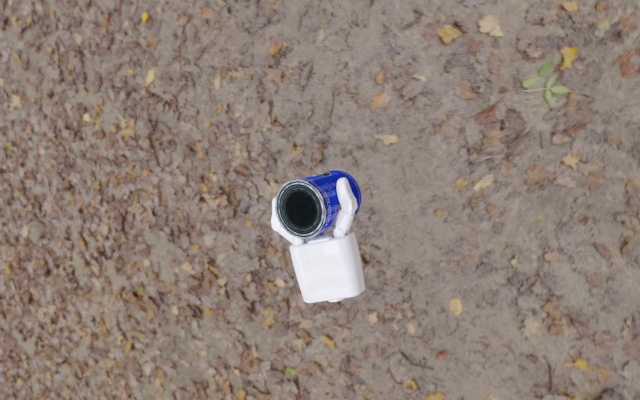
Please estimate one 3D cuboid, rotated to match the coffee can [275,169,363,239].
[{"bbox_3d":[0.000,0.003,0.859,0.103,0.103,0.140,0,10,31],"label":"coffee can"}]
